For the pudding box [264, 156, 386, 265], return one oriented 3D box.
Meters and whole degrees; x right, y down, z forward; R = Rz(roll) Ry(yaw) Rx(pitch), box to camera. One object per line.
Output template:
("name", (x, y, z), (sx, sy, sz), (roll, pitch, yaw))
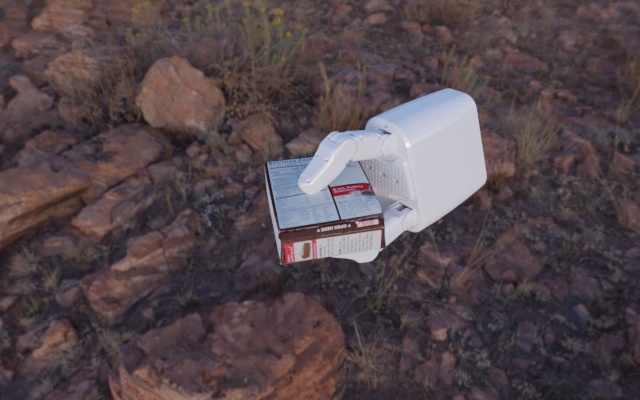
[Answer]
("pudding box", (0.000, 0.001, 0.423), (0.090, 0.039, 0.113), (-9, 34, -7))
